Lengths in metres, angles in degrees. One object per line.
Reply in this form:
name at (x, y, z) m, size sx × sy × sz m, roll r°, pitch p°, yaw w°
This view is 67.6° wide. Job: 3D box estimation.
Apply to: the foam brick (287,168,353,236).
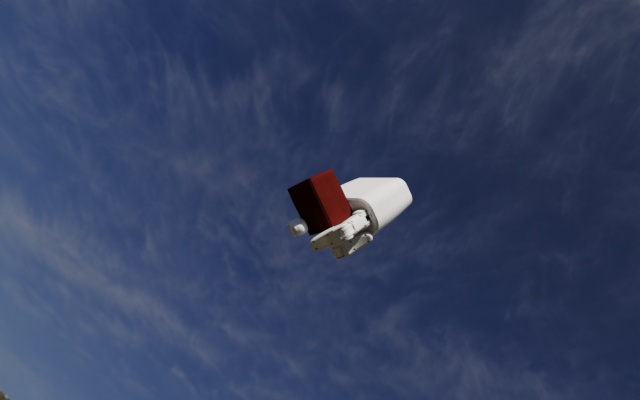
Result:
foam brick at (0.000, 0.002, 0.679) m, size 0.051 × 0.078 × 0.053 m, roll -30°, pitch 7°, yaw -42°
